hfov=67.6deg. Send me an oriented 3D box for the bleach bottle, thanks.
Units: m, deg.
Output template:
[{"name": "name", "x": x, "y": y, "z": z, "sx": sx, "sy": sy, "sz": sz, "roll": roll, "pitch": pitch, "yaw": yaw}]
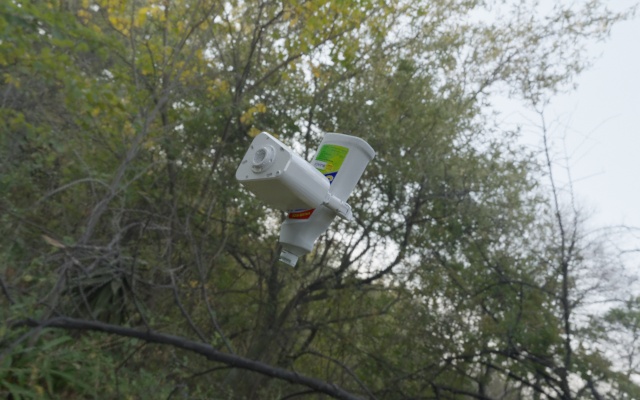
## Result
[{"name": "bleach bottle", "x": 0.000, "y": 0.003, "z": 0.860, "sx": 0.102, "sy": 0.250, "sz": 0.068, "roll": 17, "pitch": -14, "yaw": 41}]
